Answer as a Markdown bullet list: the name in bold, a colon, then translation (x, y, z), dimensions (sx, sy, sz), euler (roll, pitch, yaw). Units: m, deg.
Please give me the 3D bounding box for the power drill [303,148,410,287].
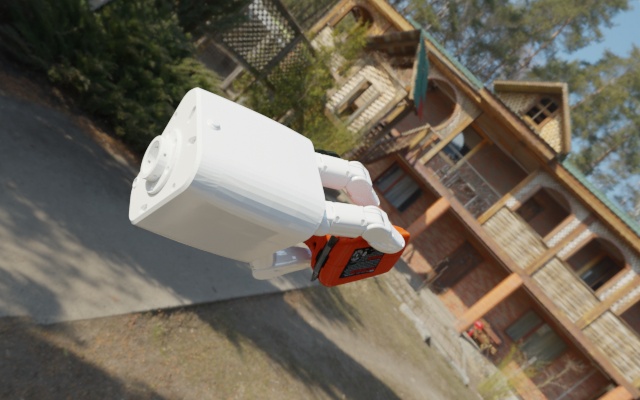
- **power drill**: translation (0.000, 0.002, 0.496), dimensions (0.184, 0.057, 0.187), euler (-6, 38, -45)
